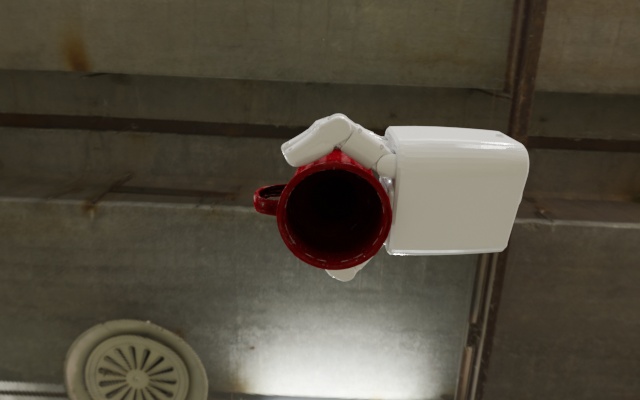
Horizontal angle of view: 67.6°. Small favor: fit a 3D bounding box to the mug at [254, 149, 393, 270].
[{"bbox_3d":[-0.001,0.001,0.421,0.117,0.093,0.081,1,19,1],"label":"mug"}]
